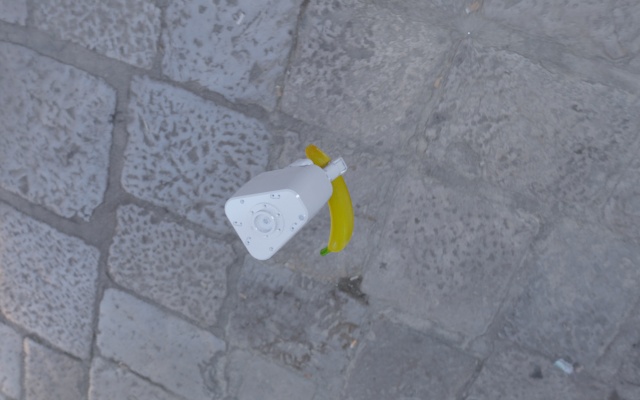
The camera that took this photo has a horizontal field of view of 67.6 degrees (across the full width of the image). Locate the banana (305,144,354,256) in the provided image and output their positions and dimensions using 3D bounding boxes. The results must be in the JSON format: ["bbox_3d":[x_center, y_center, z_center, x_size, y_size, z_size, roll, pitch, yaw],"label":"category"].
[{"bbox_3d":[0.018,0.005,0.774,0.069,0.198,0.037,-1,20,18],"label":"banana"}]
